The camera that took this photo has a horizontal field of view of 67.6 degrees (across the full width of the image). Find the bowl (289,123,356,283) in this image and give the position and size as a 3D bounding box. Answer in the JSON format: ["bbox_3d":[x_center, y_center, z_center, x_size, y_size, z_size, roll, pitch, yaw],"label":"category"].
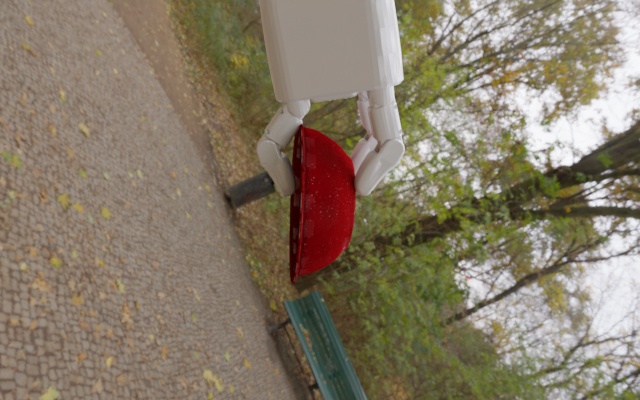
[{"bbox_3d":[0.000,0.003,0.476,0.055,0.162,0.162,3,0,-7],"label":"bowl"}]
